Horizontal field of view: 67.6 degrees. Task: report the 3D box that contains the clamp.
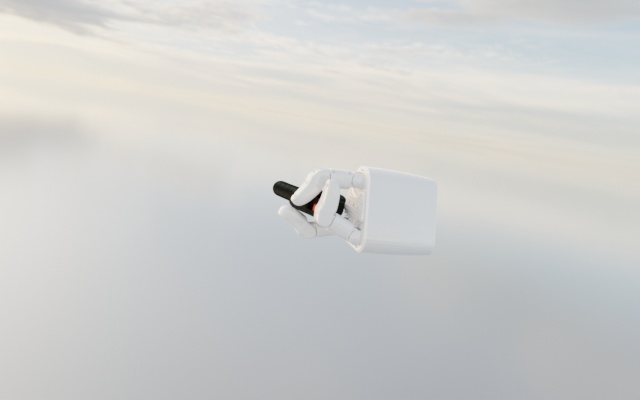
[{"bbox_3d":[0.000,0.002,0.706,0.120,0.039,0.171,6,10,-16],"label":"clamp"}]
